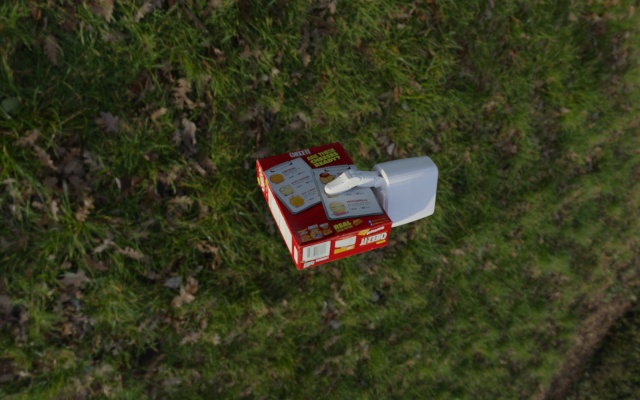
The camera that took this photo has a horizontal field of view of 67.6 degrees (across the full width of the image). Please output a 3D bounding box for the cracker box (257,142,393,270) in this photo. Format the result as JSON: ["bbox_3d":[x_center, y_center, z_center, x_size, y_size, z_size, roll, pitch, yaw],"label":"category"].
[{"bbox_3d":[0.000,0.003,0.823,0.164,0.072,0.213,-14,48,-18],"label":"cracker box"}]
